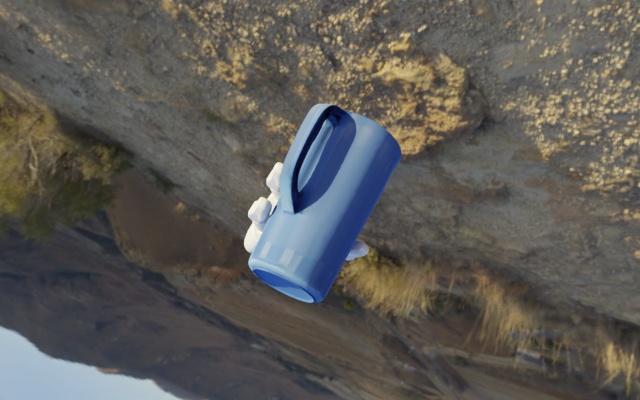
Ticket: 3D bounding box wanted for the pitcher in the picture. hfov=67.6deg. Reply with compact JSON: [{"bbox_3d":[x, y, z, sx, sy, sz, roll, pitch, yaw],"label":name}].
[{"bbox_3d":[0.000,0.002,0.638,0.149,0.242,0.145,31,-22,-7],"label":"pitcher"}]
